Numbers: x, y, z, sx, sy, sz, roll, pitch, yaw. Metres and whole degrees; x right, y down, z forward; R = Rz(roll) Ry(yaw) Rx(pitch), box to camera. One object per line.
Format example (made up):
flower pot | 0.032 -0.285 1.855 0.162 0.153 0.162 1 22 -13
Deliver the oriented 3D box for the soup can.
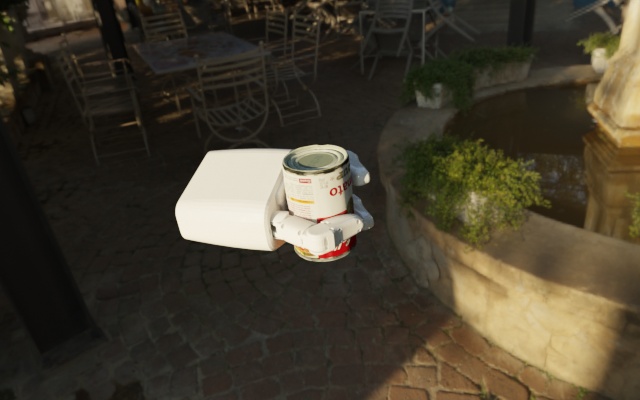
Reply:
soup can | 0.000 0.001 0.489 0.068 0.102 0.068 -5 29 3
